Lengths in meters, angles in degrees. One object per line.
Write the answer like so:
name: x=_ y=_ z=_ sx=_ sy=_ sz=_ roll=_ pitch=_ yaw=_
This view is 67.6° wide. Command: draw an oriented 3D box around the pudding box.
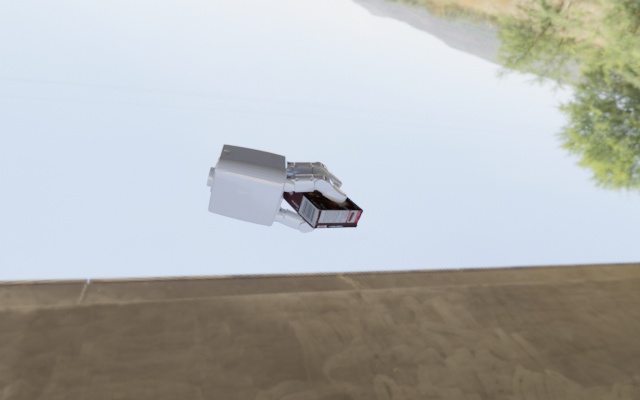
pudding box: x=0.000 y=0.003 z=0.775 sx=0.090 sy=0.039 sz=0.113 roll=0 pitch=31 yaw=-36
